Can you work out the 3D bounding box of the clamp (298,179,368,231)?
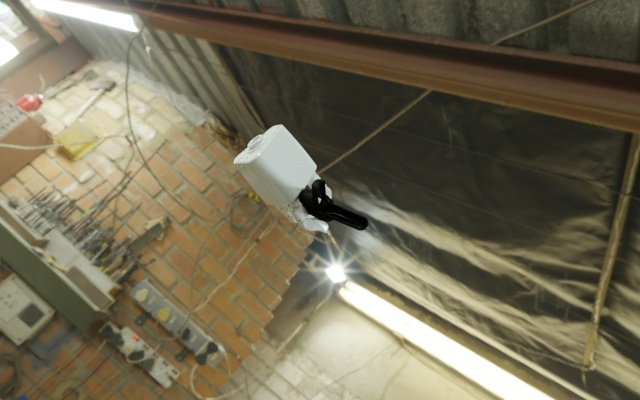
[{"bbox_3d":[0.000,0.002,0.842,0.120,0.039,0.171,50,-22,-24],"label":"clamp"}]
